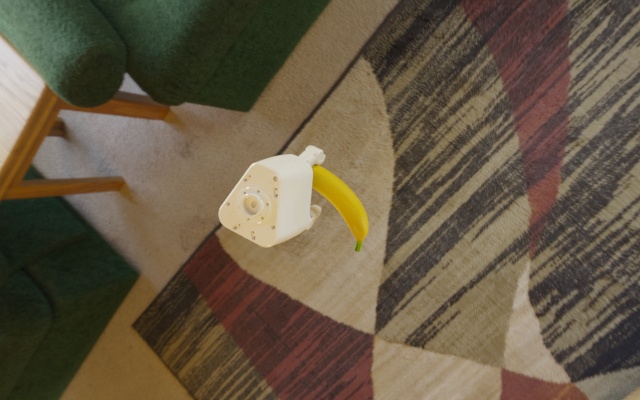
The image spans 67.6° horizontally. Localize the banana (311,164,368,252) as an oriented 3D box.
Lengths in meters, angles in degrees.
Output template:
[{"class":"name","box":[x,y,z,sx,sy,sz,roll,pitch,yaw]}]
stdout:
[{"class":"banana","box":[0.015,-0.007,0.767,0.070,0.198,0.037,-43,-4,24]}]
